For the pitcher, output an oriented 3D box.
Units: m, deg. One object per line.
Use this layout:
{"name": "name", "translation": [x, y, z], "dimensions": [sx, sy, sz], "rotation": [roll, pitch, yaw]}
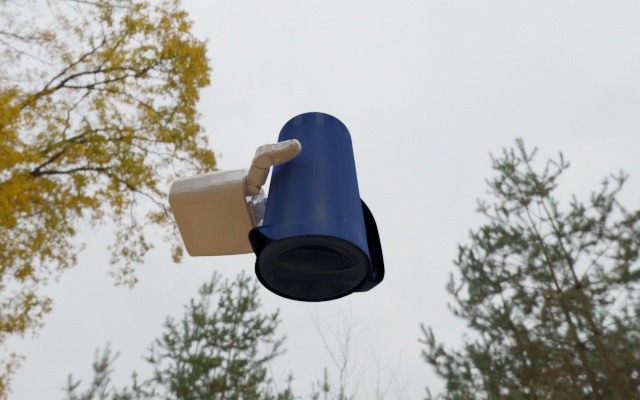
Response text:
{"name": "pitcher", "translation": [0.000, 0.002, 0.621], "dimensions": [0.145, 0.242, 0.149], "rotation": [-7, -44, 8]}
